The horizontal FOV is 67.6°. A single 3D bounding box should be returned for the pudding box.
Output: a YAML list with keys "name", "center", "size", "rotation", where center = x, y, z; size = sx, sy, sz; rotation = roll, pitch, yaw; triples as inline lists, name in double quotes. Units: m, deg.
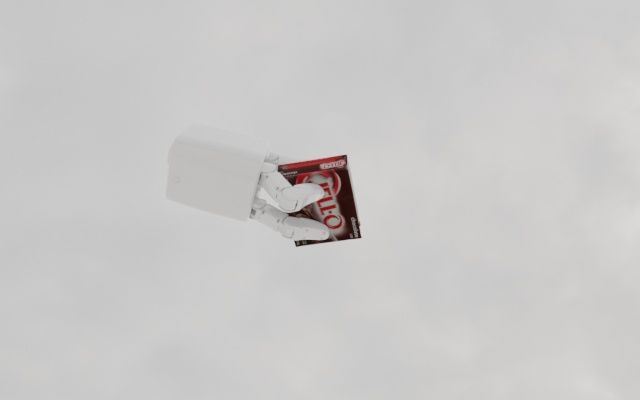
- name: "pudding box"
  center: [0.000, 0.002, 0.607]
  size: [0.090, 0.114, 0.039]
  rotation: [-8, 37, 10]
